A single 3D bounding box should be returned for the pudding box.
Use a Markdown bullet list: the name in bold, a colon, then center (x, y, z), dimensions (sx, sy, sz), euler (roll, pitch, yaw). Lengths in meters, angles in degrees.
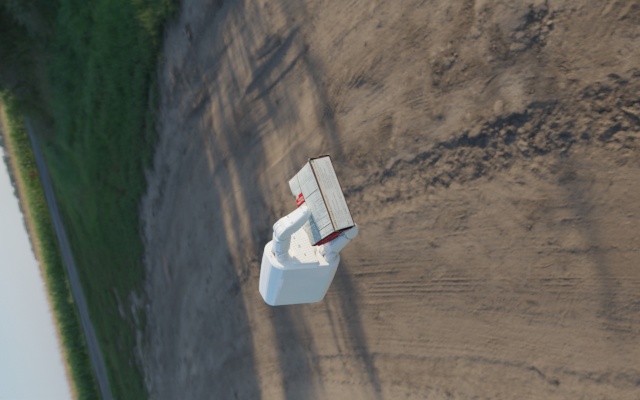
- **pudding box**: center (0.000, 0.002, 0.693), dimensions (0.039, 0.113, 0.090), euler (-16, -11, -28)
